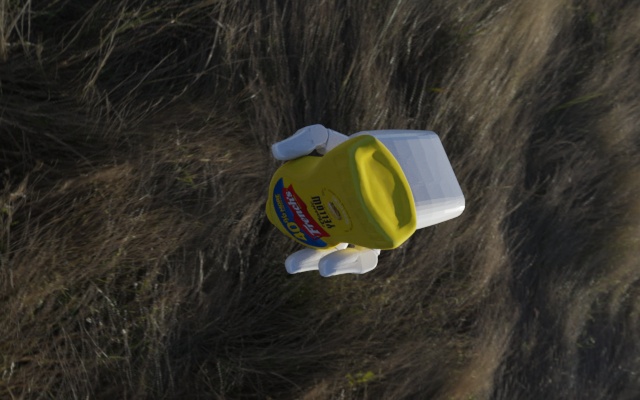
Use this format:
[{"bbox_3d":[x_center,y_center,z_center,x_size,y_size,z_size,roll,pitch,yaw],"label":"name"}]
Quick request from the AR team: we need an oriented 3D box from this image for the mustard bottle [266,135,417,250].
[{"bbox_3d":[0.000,0.002,0.463,0.058,0.096,0.191,-37,15,-31],"label":"mustard bottle"}]
